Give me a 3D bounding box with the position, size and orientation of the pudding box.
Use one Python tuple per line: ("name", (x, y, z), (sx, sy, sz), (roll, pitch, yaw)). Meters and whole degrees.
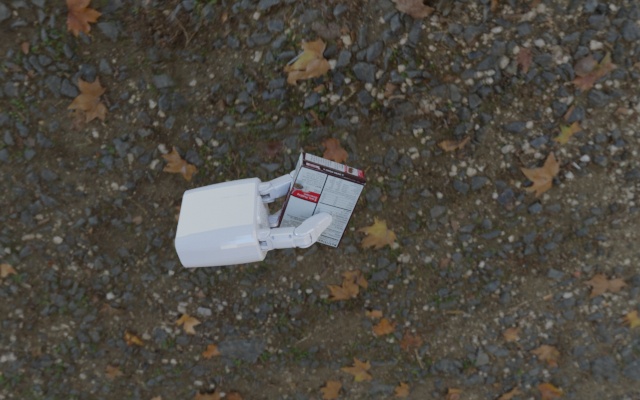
("pudding box", (0.000, 0.002, 0.637), (0.090, 0.113, 0.039), (16, 32, -9))
